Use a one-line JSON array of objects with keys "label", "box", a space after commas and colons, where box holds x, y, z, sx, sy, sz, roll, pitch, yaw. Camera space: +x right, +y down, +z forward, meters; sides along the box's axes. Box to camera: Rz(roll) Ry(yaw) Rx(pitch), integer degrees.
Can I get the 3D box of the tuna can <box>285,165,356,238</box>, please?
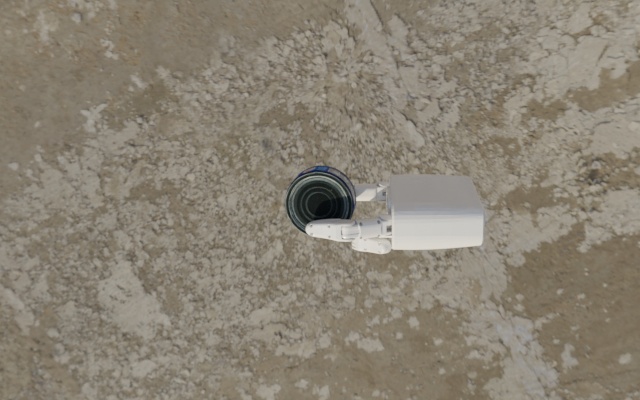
[{"label": "tuna can", "box": [0.000, 0.002, 0.586, 0.086, 0.086, 0.033, 0, 15, 9]}]
